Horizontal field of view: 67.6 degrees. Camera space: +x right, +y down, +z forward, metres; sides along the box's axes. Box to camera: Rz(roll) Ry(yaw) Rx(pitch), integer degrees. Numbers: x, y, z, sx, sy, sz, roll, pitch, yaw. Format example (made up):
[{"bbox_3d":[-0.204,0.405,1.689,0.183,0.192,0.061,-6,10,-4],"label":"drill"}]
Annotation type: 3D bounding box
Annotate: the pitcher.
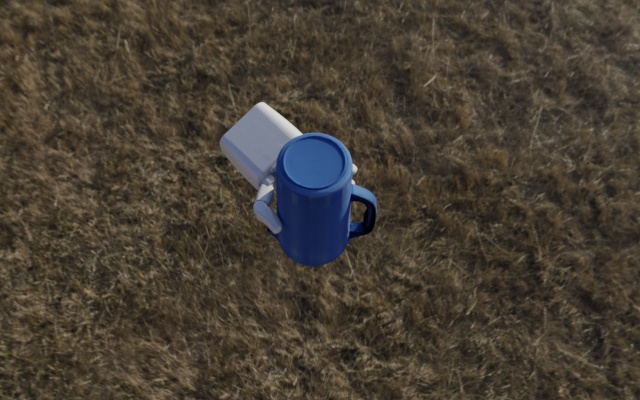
[{"bbox_3d":[0.000,0.002,0.766,0.149,0.145,0.243,-39,-21,-19],"label":"pitcher"}]
